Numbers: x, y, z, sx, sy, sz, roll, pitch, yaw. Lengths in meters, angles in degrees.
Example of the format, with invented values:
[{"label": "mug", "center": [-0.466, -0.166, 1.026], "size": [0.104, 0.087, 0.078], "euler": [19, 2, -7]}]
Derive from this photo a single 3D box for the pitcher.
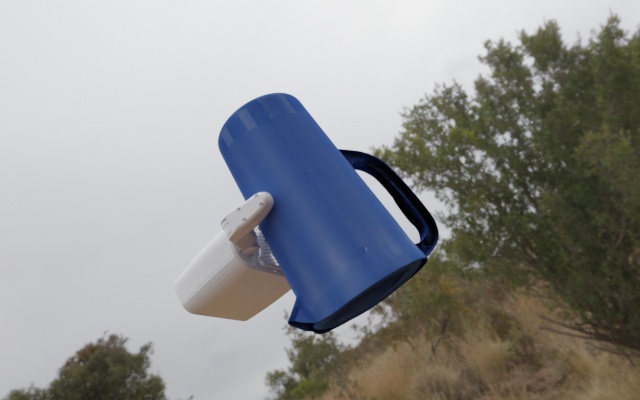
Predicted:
[{"label": "pitcher", "center": [0.000, 0.002, 0.508], "size": [0.145, 0.242, 0.149], "euler": [-42, -22, 23]}]
